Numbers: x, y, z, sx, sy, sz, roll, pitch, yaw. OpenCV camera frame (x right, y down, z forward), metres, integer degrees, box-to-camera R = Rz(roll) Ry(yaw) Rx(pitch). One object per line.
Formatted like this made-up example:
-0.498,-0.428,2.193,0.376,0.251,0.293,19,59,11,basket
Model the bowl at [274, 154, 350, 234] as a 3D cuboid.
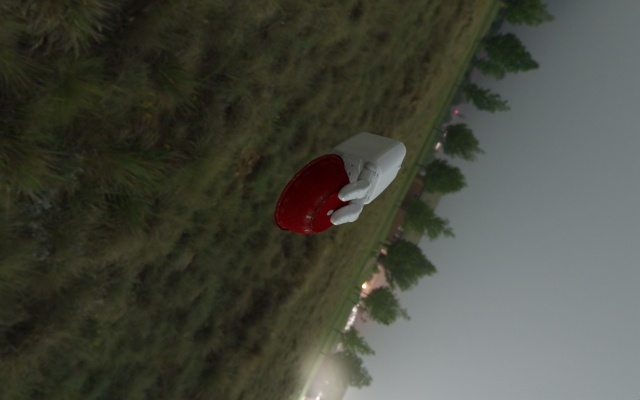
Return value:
-0.001,0.004,0.805,0.055,0.162,0.162,42,21,26,bowl
